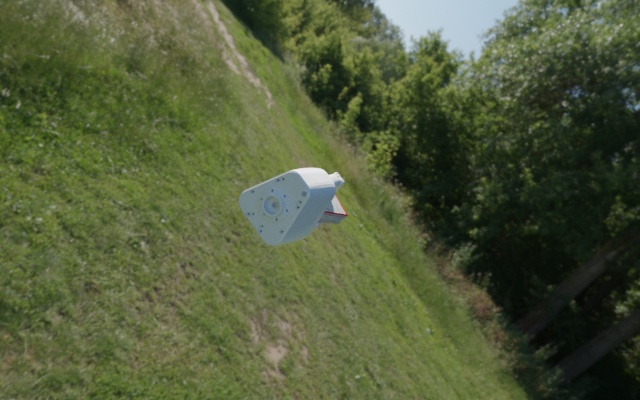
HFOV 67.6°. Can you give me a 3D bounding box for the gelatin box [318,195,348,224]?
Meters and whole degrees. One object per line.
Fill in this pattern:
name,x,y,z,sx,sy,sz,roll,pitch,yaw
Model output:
gelatin box,0.001,0.002,0.828,0.030,0.073,0.089,-42,-24,21
